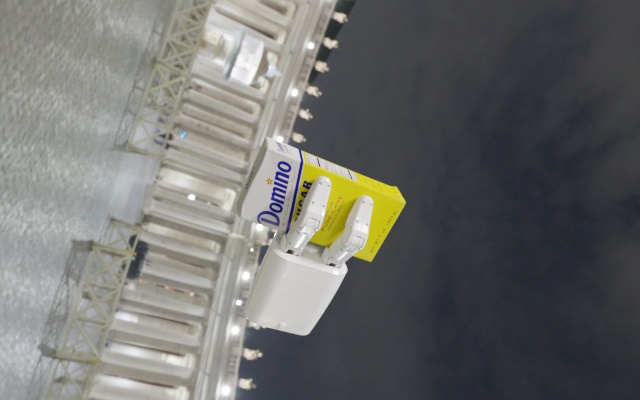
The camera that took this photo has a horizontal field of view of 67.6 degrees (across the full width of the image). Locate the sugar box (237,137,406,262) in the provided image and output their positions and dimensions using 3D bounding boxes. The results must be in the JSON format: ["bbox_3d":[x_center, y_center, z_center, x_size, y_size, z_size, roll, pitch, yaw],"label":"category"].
[{"bbox_3d":[0.000,0.002,0.561,0.176,0.093,0.048,18,22,-19],"label":"sugar box"}]
